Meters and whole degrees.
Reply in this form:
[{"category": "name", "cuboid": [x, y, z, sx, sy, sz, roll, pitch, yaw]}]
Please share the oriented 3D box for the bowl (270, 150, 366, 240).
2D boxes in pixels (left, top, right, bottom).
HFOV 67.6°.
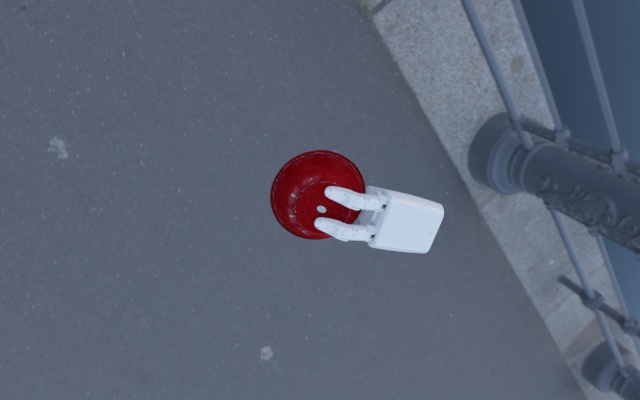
[{"category": "bowl", "cuboid": [-0.001, 0.003, 0.775, 0.162, 0.162, 0.055, 0, 22, -9]}]
